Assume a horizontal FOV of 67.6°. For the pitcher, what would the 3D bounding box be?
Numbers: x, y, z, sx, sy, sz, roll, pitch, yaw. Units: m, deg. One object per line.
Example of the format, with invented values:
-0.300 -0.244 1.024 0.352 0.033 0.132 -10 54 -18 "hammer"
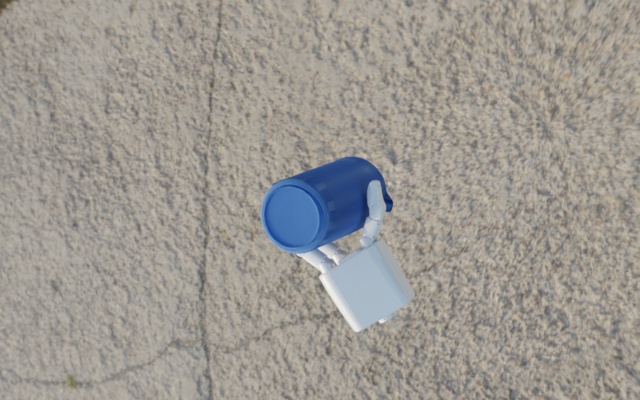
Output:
0.000 0.003 0.766 0.149 0.145 0.243 -32 -5 26 "pitcher"
